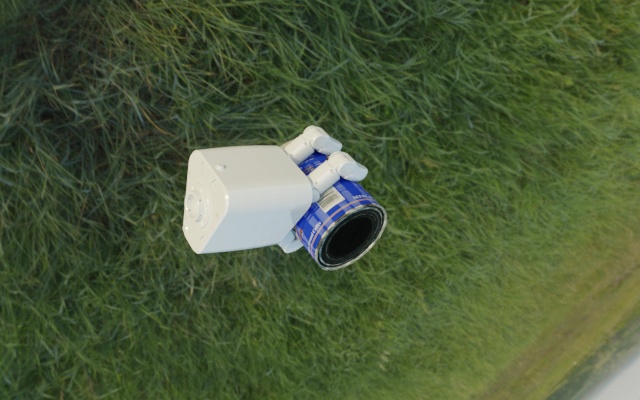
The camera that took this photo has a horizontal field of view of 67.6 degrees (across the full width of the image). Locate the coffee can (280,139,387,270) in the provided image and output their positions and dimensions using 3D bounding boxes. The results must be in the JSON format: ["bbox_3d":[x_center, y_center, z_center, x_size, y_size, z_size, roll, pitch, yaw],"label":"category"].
[{"bbox_3d":[0.000,0.002,0.598,0.103,0.103,0.140,0,38,-44],"label":"coffee can"}]
